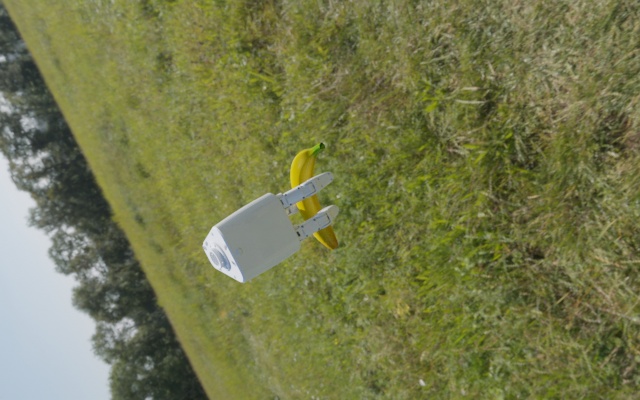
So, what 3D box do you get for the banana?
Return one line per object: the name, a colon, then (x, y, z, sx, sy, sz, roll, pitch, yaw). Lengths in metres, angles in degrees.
banana: (-0.014, -0.005, 0.799, 0.069, 0.198, 0.037, 17, 39, 39)
